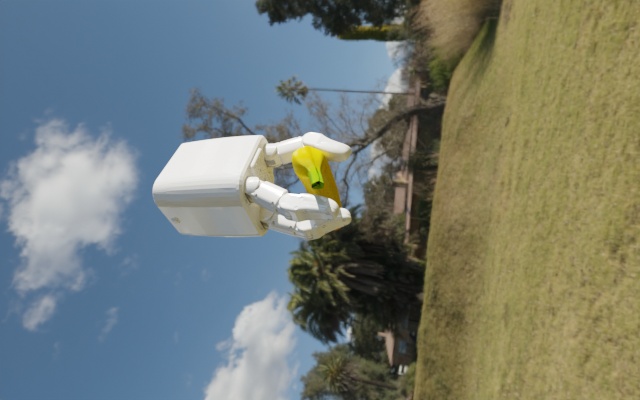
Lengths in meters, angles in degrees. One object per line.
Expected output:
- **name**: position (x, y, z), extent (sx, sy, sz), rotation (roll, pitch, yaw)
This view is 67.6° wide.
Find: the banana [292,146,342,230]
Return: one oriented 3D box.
- **banana**: position (-0.003, -0.017, 0.555), extent (0.037, 0.069, 0.198), rotation (-10, -17, 7)
